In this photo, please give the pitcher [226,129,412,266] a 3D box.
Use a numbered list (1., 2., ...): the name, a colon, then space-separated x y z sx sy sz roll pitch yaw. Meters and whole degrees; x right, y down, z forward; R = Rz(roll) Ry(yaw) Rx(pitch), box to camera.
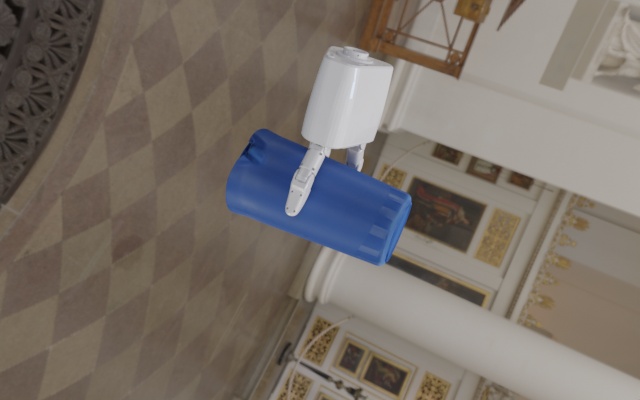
1. pitcher: 0.000 0.002 0.689 0.243 0.145 0.149 23 25 14
